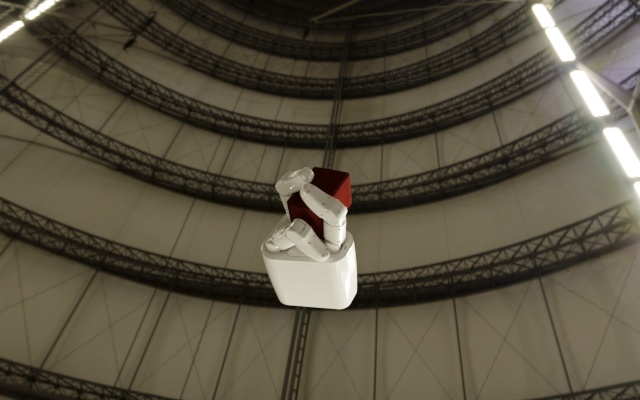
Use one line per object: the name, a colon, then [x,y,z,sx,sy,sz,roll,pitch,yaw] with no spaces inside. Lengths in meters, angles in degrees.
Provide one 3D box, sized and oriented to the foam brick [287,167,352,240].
foam brick: [0.000,0.002,0.613,0.053,0.051,0.078,14,46,25]
